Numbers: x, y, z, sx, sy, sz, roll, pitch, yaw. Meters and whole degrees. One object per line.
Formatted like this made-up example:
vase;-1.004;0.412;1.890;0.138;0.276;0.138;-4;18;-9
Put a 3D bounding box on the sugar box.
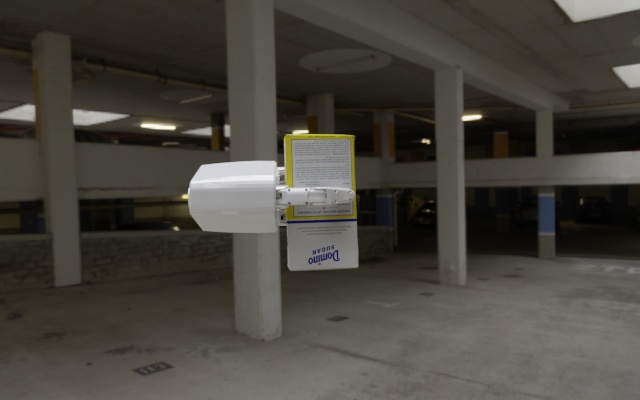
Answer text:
sugar box;0.000;0.002;0.634;0.093;0.176;0.048;-1;2;-7
